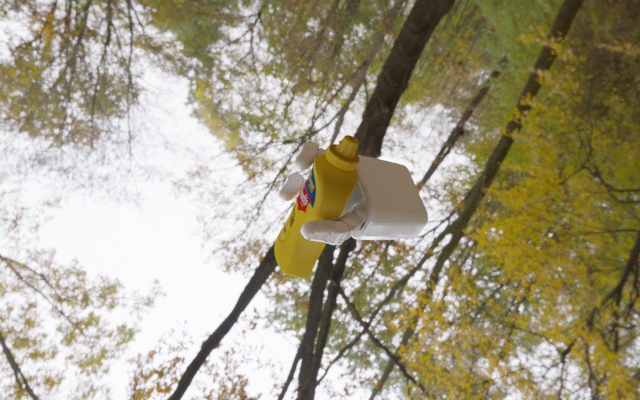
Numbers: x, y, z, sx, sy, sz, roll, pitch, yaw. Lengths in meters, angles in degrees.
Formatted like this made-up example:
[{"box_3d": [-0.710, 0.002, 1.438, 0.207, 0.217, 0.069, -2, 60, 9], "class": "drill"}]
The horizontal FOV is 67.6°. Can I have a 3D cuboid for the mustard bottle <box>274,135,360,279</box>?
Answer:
[{"box_3d": [0.000, 0.002, 0.604, 0.058, 0.192, 0.096, 19, 31, -14], "class": "mustard bottle"}]
